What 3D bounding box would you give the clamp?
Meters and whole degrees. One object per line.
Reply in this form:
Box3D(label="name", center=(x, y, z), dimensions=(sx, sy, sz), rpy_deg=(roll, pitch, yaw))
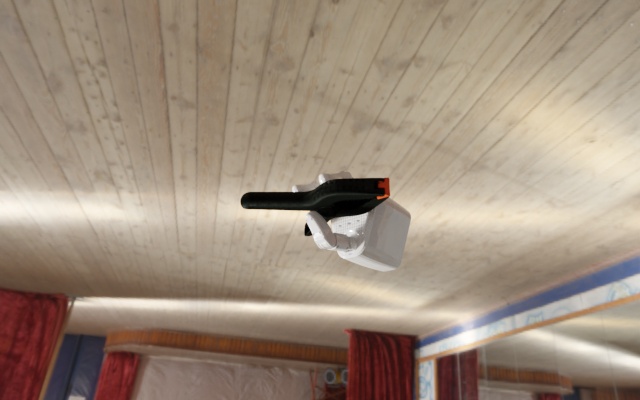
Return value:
Box3D(label="clamp", center=(0.001, 0.003, 0.690), dimensions=(0.210, 0.036, 0.164), rpy_deg=(-19, -29, 39))
